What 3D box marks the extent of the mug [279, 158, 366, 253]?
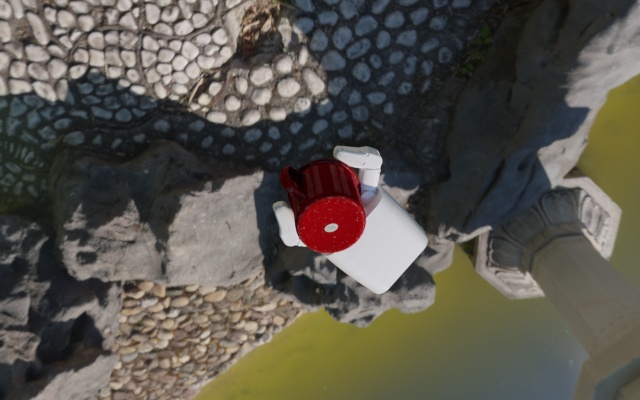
[{"bbox_3d":[-0.001,0.001,0.563,0.117,0.093,0.081,39,19,-24],"label":"mug"}]
